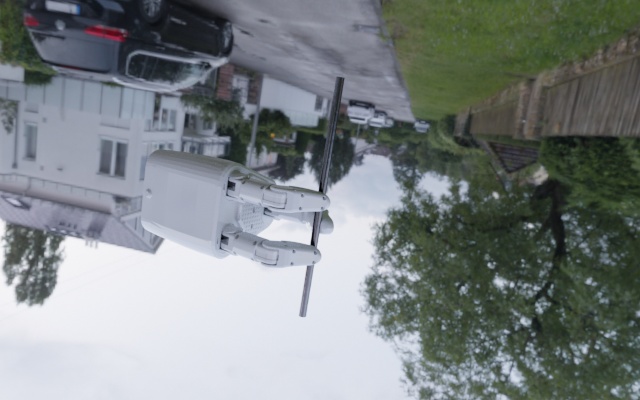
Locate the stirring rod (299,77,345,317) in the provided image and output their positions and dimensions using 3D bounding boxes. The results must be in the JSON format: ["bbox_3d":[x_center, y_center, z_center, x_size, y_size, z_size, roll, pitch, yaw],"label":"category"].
[{"bbox_3d":[0.000,0.001,0.469,0.011,0.239,0.011,9,10,-2],"label":"stirring rod"}]
